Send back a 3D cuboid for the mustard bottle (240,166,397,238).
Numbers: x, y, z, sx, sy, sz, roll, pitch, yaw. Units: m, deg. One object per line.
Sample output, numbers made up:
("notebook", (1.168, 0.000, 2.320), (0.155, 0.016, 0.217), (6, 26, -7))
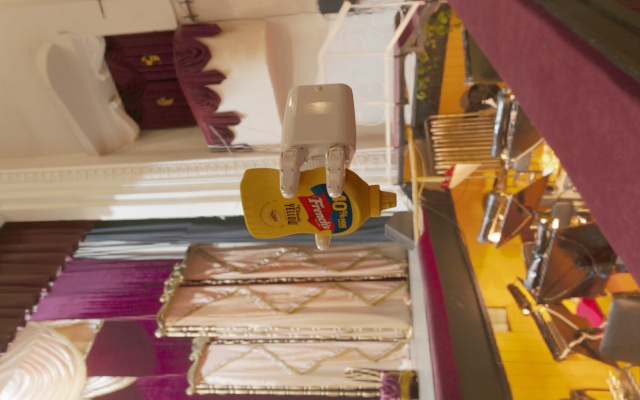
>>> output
("mustard bottle", (0.000, 0.002, 0.606), (0.191, 0.096, 0.058), (-2, 35, 7))
